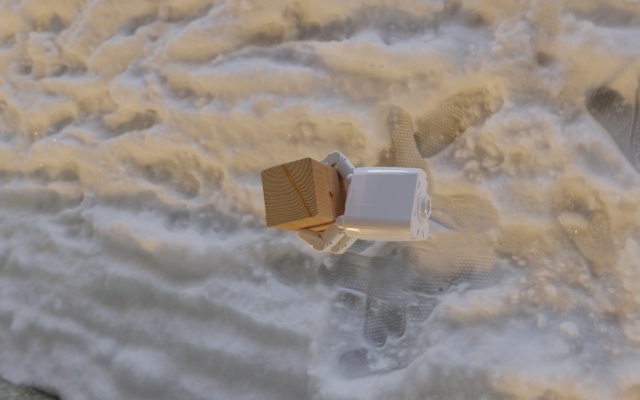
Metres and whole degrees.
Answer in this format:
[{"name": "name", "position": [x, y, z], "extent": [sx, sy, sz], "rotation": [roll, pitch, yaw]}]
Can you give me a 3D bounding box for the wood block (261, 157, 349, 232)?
[{"name": "wood block", "position": [0.000, 0.002, 0.789], "extent": [0.090, 0.090, 0.206], "rotation": [-14, -15, 25]}]
